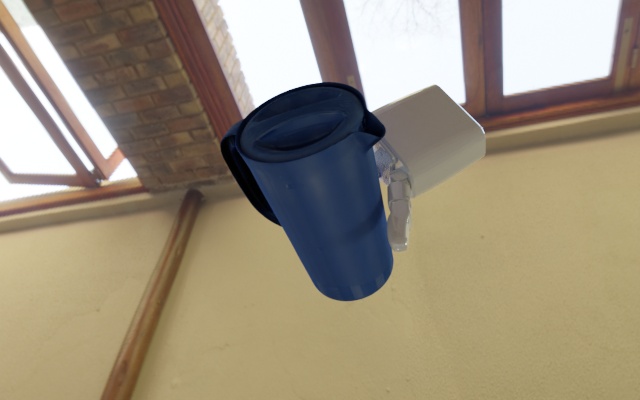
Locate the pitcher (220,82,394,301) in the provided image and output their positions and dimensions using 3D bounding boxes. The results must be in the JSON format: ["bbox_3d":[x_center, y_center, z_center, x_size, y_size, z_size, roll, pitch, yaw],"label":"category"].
[{"bbox_3d":[0.000,0.002,0.541,0.145,0.243,0.149,-28,41,-10],"label":"pitcher"}]
